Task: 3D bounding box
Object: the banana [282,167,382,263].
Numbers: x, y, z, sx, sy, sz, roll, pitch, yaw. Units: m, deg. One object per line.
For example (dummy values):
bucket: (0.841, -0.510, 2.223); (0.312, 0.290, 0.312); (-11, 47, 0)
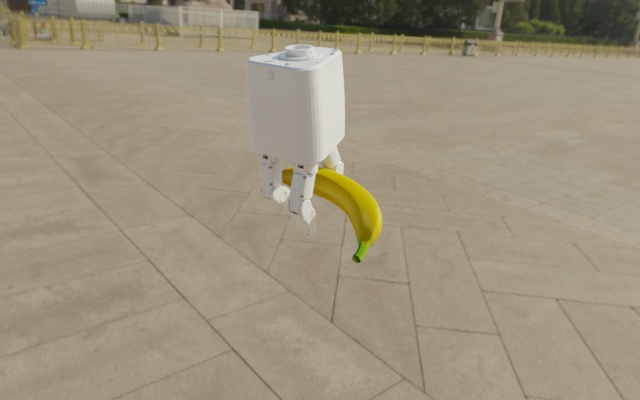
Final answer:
banana: (0.018, -0.003, 0.587); (0.069, 0.037, 0.197); (-23, 39, -20)
